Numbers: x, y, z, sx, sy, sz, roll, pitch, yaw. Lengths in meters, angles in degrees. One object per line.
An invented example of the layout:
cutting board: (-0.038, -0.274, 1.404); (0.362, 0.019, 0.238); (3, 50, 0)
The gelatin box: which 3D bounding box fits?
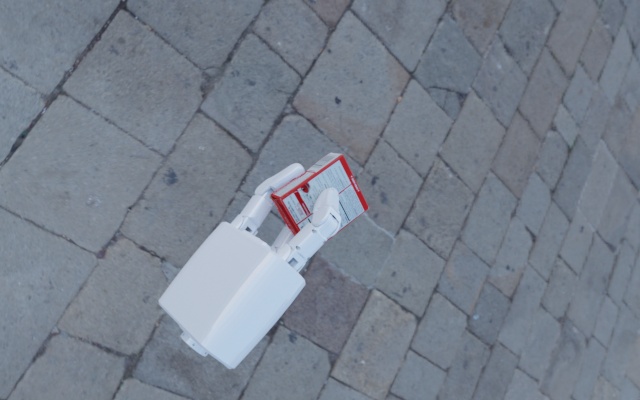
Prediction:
gelatin box: (0.001, 0.002, 0.518); (0.089, 0.073, 0.030); (-36, 24, -17)
